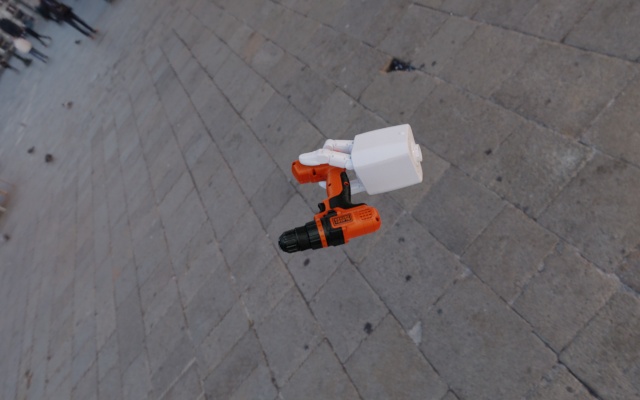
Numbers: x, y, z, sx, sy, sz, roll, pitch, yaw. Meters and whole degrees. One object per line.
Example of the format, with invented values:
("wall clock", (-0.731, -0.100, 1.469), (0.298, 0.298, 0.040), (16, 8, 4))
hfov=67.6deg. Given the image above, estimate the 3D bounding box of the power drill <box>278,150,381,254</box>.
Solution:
("power drill", (0.000, 0.002, 0.880), (0.184, 0.187, 0.057), (-14, -36, -3))
